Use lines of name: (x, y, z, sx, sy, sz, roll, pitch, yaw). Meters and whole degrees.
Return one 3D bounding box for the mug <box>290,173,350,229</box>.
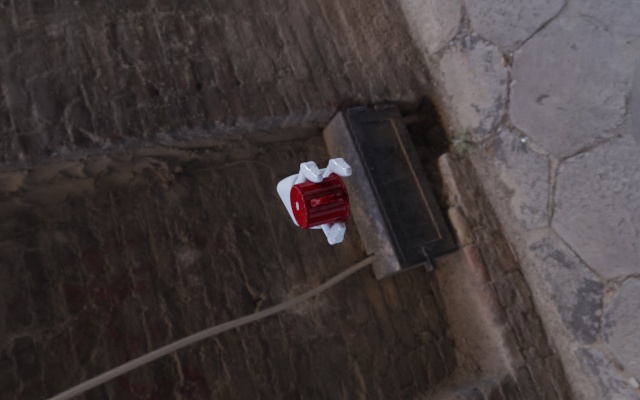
mug: (0.000, 0.003, 0.841, 0.081, 0.093, 0.117, -14, 2, -21)
